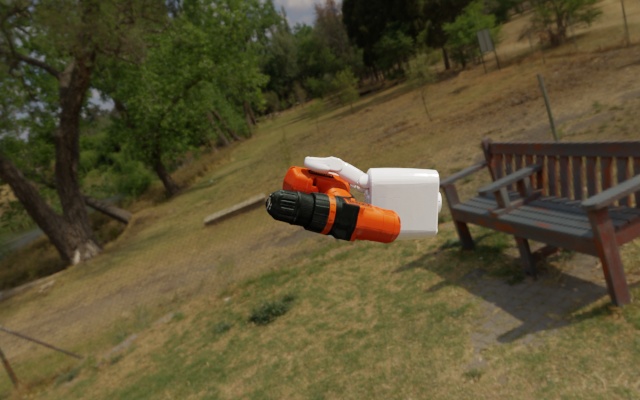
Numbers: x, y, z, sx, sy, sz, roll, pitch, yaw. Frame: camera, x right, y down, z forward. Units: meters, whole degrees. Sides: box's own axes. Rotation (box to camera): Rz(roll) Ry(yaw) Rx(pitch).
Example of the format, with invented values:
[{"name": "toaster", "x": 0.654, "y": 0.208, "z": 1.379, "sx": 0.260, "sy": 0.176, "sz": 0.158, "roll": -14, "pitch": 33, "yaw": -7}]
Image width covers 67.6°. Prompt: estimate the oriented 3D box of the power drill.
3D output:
[{"name": "power drill", "x": 0.000, "y": 0.002, "z": 0.679, "sx": 0.184, "sy": 0.057, "sz": 0.187, "roll": 14, "pitch": 14, "yaw": -20}]
